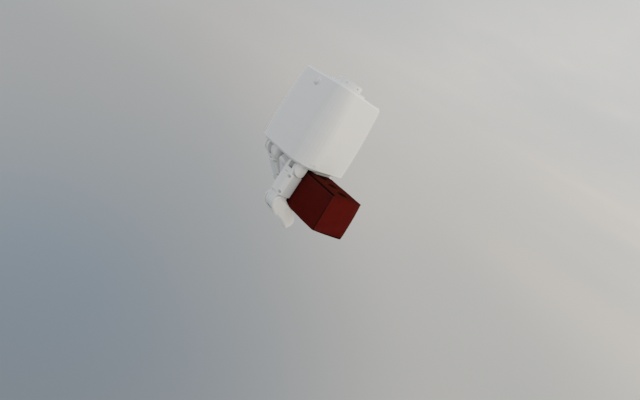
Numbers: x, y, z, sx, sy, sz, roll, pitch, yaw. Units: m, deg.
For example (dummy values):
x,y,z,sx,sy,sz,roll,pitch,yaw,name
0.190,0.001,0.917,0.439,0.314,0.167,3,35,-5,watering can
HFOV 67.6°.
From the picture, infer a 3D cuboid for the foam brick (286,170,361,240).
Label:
x,y,z,sx,sy,sz,roll,pitch,yaw,name
0.000,0.002,0.590,0.053,0.051,0.078,21,16,-45,foam brick
